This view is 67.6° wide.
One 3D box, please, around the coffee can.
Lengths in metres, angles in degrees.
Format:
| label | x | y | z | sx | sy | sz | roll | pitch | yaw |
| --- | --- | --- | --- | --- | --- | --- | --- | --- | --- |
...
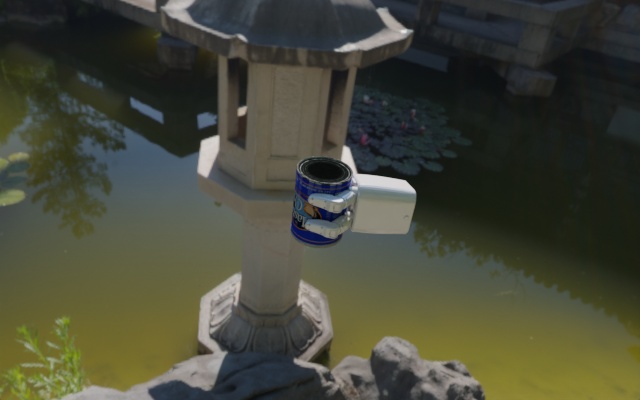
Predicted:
| label | x | y | z | sx | sy | sz | roll | pitch | yaw |
| --- | --- | --- | --- | --- | --- | --- | --- | --- | --- |
| coffee can | 0.000 | 0.003 | 0.893 | 0.103 | 0.140 | 0.102 | 6 | 32 | -4 |
